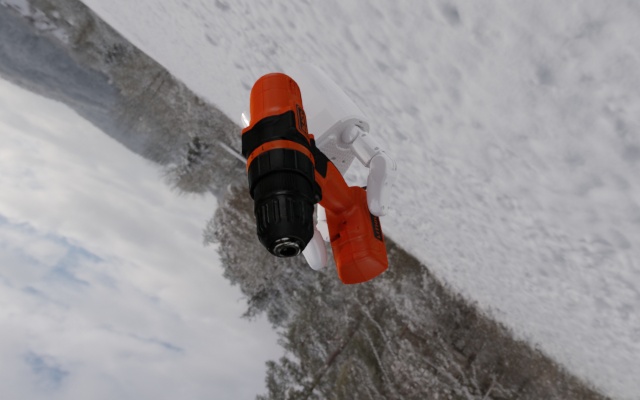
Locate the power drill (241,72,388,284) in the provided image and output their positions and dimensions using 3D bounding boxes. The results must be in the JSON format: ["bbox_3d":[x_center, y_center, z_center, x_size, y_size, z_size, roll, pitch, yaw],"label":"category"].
[{"bbox_3d":[0.000,0.001,0.424,0.057,0.184,0.188,-21,-42,17],"label":"power drill"}]
